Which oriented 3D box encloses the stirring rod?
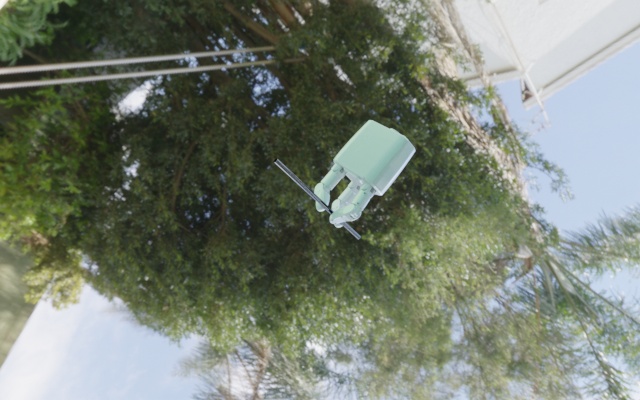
[{"bbox_3d":[0.000,0.003,0.846,0.011,0.011,0.240,0,-35,48],"label":"stirring rod"}]
